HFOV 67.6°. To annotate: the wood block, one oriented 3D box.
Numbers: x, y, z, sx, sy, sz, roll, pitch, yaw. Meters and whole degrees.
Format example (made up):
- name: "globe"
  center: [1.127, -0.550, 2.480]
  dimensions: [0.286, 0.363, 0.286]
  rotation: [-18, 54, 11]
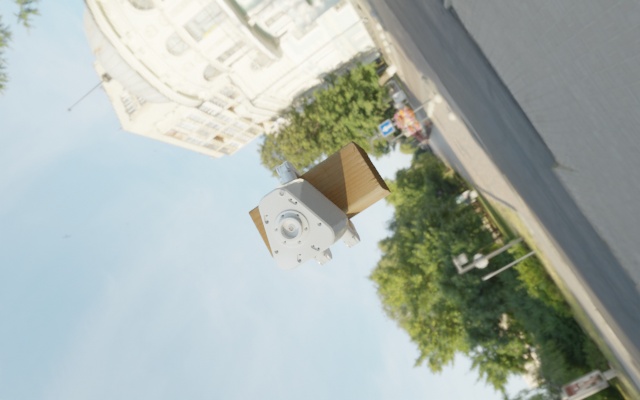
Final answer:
- name: "wood block"
  center: [0.000, 0.002, 0.783]
  dimensions: [0.206, 0.091, 0.090]
  rotation: [-33, -13, 13]
